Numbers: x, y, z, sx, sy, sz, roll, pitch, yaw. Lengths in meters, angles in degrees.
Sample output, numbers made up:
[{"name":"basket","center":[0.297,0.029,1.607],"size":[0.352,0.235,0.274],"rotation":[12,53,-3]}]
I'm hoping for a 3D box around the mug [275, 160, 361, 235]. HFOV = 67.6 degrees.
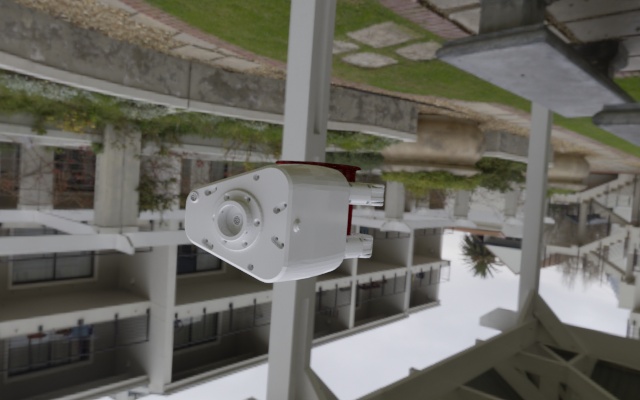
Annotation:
[{"name":"mug","center":[0.001,0.002,0.529],"size":[0.093,0.081,0.117],"rotation":[5,1,27]}]
